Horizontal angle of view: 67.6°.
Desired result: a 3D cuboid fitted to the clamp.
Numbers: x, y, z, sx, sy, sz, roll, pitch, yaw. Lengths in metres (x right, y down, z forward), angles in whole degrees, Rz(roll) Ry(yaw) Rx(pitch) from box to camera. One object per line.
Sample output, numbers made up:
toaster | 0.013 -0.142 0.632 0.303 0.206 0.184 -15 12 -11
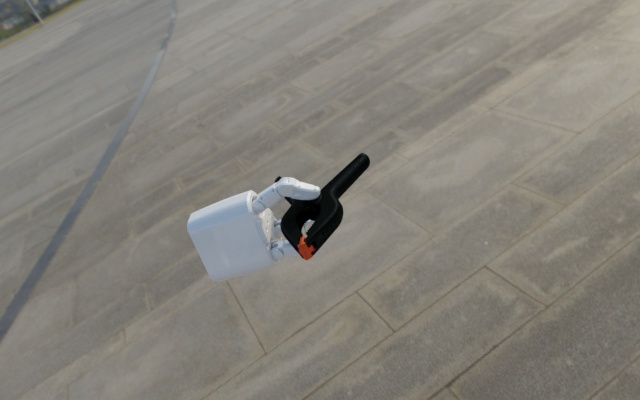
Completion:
clamp | 0.000 0.002 0.704 0.164 0.036 0.209 -19 32 13
